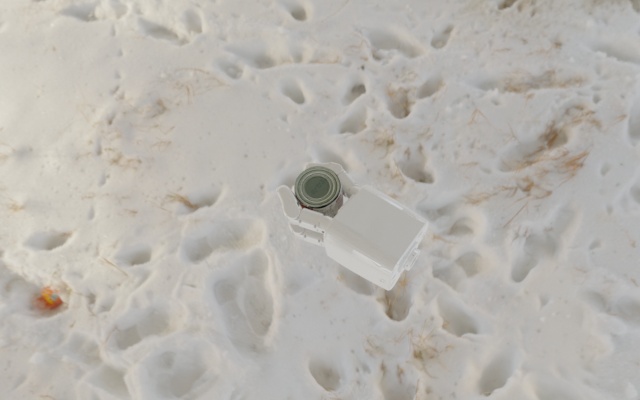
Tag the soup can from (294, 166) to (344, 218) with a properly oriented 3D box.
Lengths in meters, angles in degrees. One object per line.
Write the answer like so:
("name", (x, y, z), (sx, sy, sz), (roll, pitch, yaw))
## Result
("soup can", (0.000, 0.002, 0.712), (0.068, 0.068, 0.102), (0, -26, 6))
